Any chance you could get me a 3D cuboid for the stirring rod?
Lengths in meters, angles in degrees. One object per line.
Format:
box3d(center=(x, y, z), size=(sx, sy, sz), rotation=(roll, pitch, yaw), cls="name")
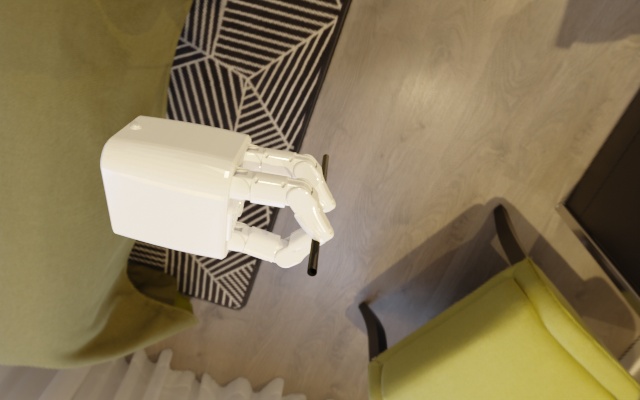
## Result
box3d(center=(0.000, 0.002, 0.483), size=(0.011, 0.011, 0.239), rotation=(0, 27, 4), cls="stirring rod")
